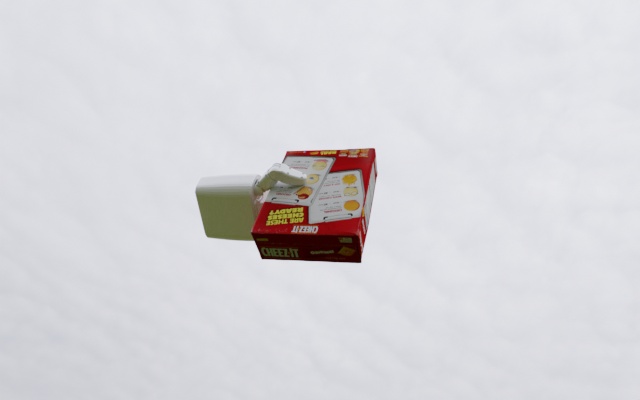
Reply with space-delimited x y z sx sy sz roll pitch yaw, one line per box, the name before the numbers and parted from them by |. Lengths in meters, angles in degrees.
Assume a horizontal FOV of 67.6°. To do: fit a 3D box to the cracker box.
cracker box | 0.000 0.002 0.781 0.164 0.072 0.213 0 41 15
